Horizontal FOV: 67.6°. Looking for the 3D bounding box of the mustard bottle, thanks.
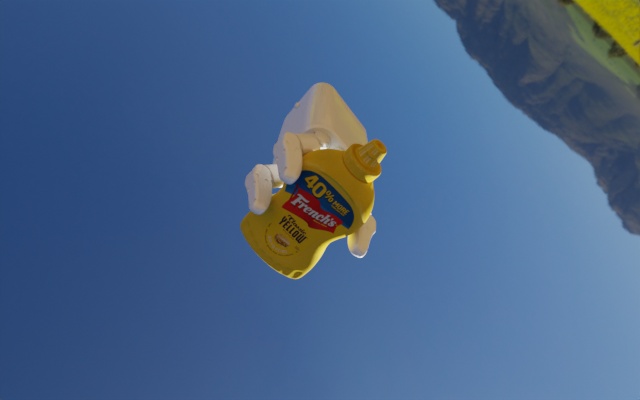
[{"bbox_3d":[0.000,0.002,0.509,0.192,0.096,0.058,-43,2,34],"label":"mustard bottle"}]
